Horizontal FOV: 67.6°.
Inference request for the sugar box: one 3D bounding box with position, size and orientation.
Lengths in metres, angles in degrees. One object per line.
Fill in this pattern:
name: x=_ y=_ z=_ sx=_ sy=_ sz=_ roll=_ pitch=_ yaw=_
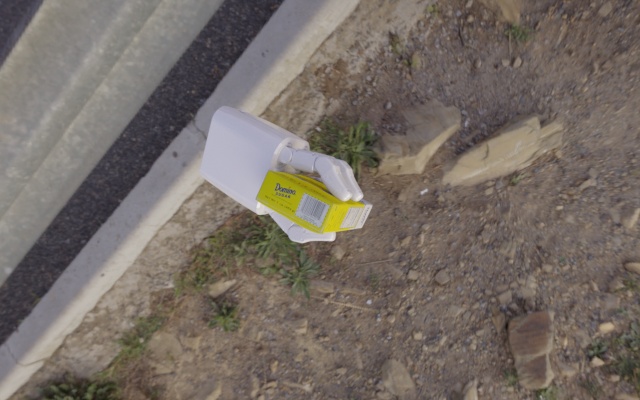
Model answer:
sugar box: x=0.000 y=0.001 z=0.618 sx=0.093 sy=0.048 sz=0.176 roll=28 pitch=11 yaw=17
